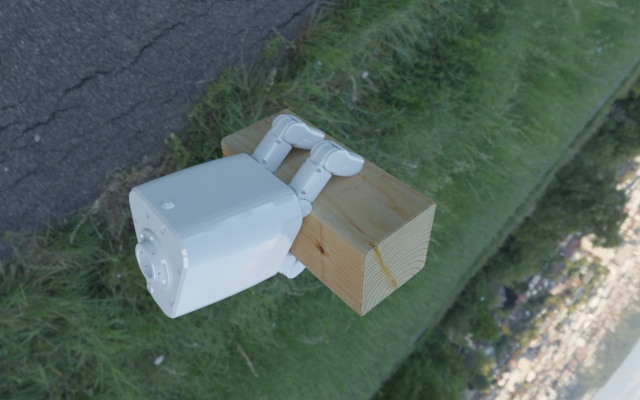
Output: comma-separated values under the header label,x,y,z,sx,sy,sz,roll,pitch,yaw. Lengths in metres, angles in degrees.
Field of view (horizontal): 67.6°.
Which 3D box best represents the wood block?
label,x,y,z,sx,sy,sz,roll,pitch,yaw
wood block,0.000,0.002,0.475,0.090,0.091,0.206,-31,51,-28
